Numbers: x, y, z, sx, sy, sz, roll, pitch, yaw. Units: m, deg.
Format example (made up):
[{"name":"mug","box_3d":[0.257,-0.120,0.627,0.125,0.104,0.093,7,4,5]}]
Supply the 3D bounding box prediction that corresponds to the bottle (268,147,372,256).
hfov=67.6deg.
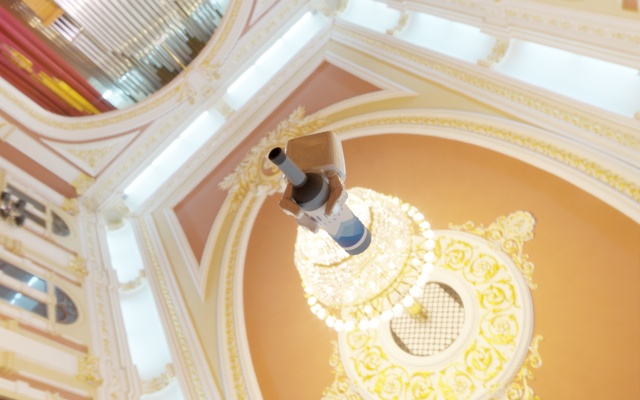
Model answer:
[{"name":"bottle","box_3d":[0.000,0.003,0.889,0.069,0.069,0.296,0,-34,39]}]
